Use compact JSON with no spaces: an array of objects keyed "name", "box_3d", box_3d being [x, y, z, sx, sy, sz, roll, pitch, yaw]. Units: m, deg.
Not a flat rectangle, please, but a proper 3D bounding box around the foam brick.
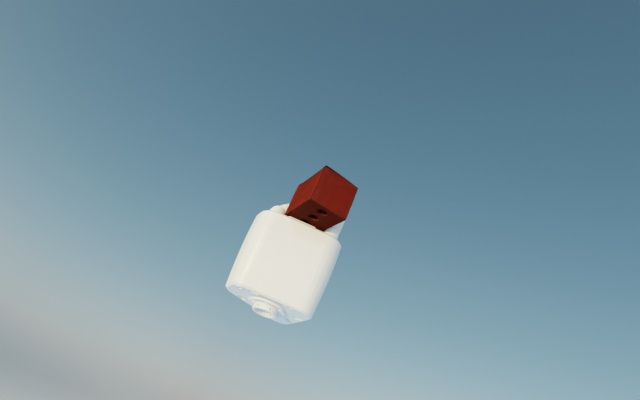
[{"name":"foam brick","box_3d":[0.000,0.002,0.600,0.053,0.051,0.078,33,-31,-16]}]
